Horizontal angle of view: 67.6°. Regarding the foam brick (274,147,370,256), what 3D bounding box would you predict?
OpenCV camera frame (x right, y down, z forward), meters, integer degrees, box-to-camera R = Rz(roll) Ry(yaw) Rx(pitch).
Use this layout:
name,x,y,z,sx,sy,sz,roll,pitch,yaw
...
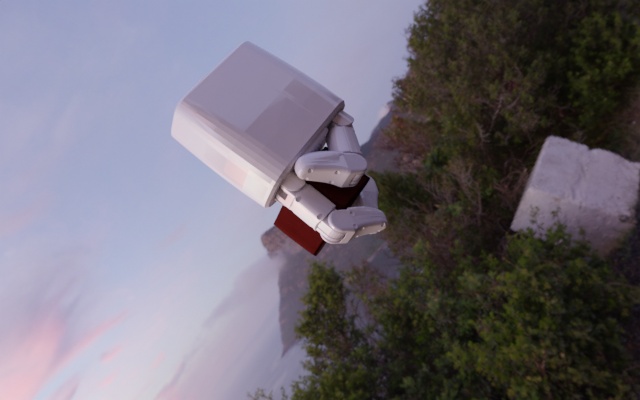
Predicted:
name,x,y,z,sx,sy,sz,roll,pitch,yaw
foam brick,0.000,0.002,0.439,0.051,0.078,0.053,35,47,4
